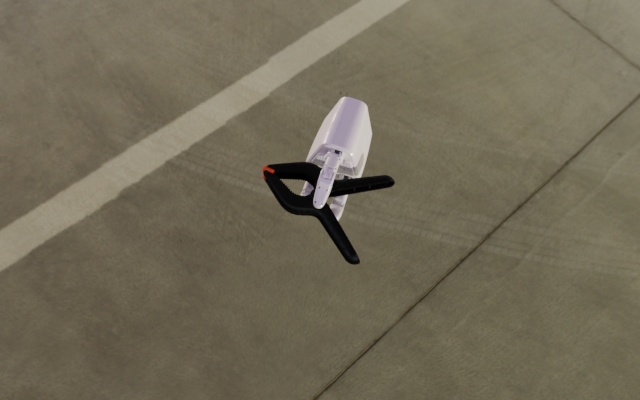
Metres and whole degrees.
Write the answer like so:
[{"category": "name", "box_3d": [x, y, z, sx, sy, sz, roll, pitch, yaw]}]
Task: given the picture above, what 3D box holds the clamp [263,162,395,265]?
[{"category": "clamp", "box_3d": [0.000, 0.002, 0.759, 0.210, 0.164, 0.036, 18, -27, 4]}]
